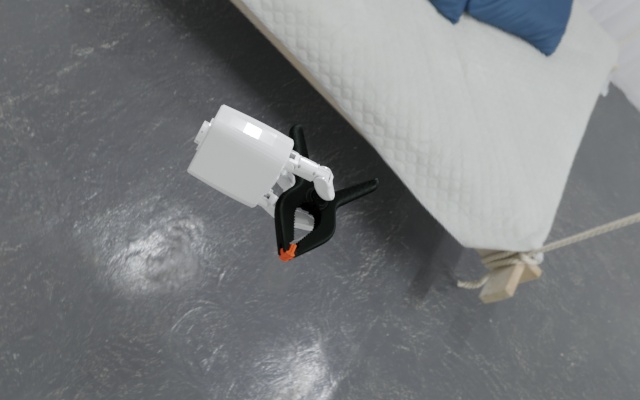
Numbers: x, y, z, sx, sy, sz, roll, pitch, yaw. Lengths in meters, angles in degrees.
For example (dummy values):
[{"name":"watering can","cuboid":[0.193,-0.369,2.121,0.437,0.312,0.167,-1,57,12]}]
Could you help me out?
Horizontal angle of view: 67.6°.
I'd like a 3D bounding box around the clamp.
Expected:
[{"name":"clamp","cuboid":[0.000,0.002,0.700,0.164,0.209,0.036,27,-33,-15]}]
